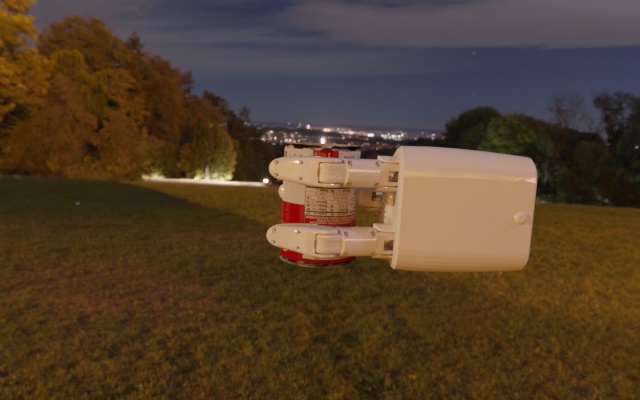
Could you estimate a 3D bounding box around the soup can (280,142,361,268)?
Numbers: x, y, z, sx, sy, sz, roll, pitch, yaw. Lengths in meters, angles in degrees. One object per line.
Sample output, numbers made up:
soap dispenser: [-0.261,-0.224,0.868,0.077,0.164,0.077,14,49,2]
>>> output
soup can: [0.000,0.001,0.420,0.068,0.102,0.068,3,8,0]
